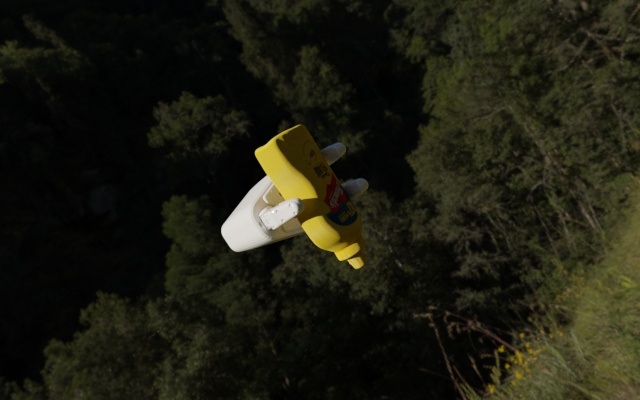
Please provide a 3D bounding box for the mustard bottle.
[{"bbox_3d":[0.000,0.002,0.595,0.058,0.191,0.096,-30,6,26],"label":"mustard bottle"}]
